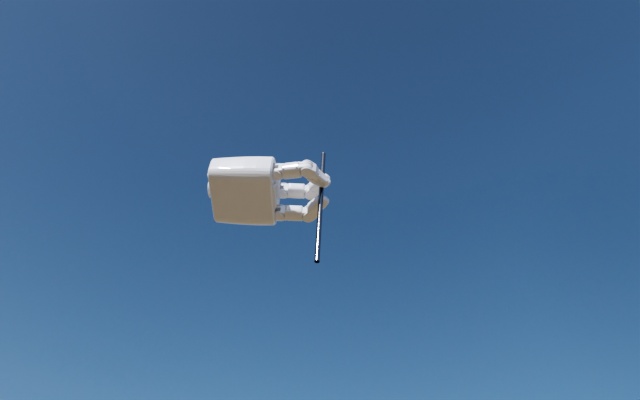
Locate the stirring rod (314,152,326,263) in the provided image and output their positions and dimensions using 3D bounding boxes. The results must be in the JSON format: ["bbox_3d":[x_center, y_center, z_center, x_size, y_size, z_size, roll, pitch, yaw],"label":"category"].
[{"bbox_3d":[0.000,0.003,0.775,0.011,0.239,0.011,2,-44,2],"label":"stirring rod"}]
